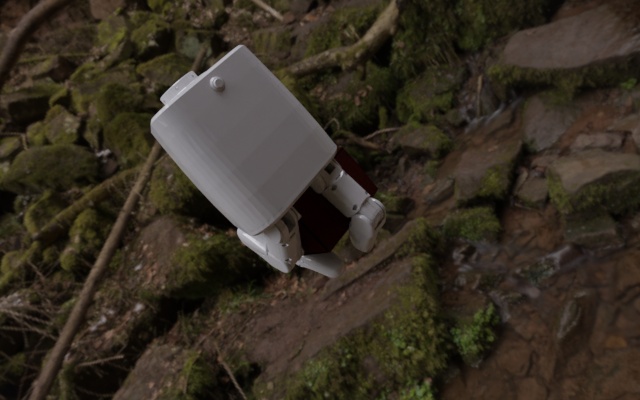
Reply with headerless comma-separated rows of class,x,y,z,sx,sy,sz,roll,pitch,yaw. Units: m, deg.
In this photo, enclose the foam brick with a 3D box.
foam brick,0.000,0.001,0.407,0.078,0.051,0.053,-50,17,-28
